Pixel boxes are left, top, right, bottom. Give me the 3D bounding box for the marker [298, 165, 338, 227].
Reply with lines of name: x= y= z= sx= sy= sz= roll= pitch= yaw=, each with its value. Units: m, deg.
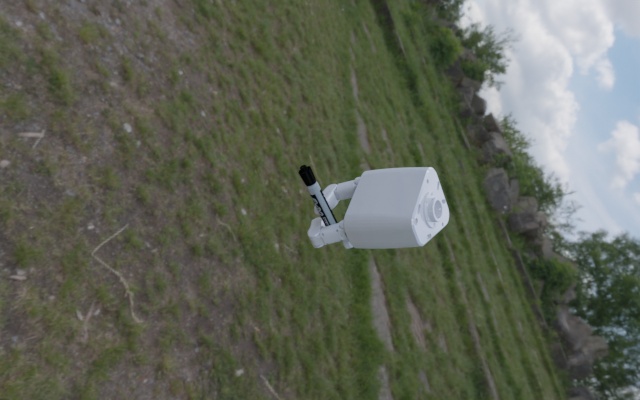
marker: x=0.000 y=0.002 z=0.675 sx=0.020 sy=0.121 sz=0.020 roll=-21 pitch=27 yaw=11
